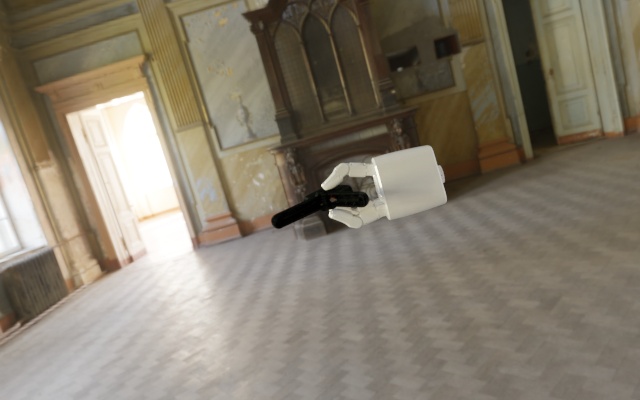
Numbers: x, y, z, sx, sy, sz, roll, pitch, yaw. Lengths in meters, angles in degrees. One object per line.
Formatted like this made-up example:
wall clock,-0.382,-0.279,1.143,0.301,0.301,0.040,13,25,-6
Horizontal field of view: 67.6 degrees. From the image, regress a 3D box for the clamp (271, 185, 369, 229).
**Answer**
clamp,0.000,0.002,0.857,0.164,0.036,0.210,-15,9,4
